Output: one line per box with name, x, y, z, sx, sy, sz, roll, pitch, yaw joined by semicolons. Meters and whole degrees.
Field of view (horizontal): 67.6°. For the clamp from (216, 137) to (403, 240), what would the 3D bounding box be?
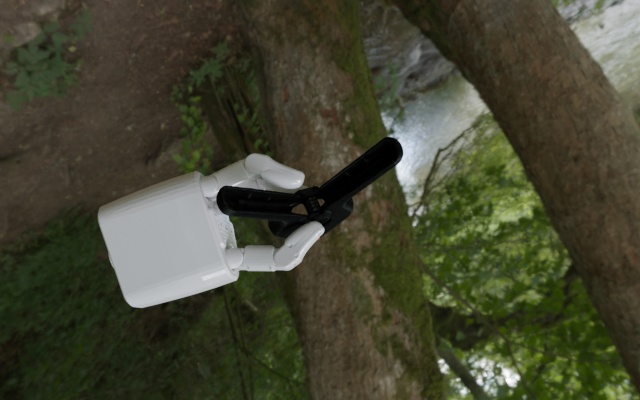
clamp;0.000;0.003;0.486;0.164;0.036;0.210;-18;-17;0
